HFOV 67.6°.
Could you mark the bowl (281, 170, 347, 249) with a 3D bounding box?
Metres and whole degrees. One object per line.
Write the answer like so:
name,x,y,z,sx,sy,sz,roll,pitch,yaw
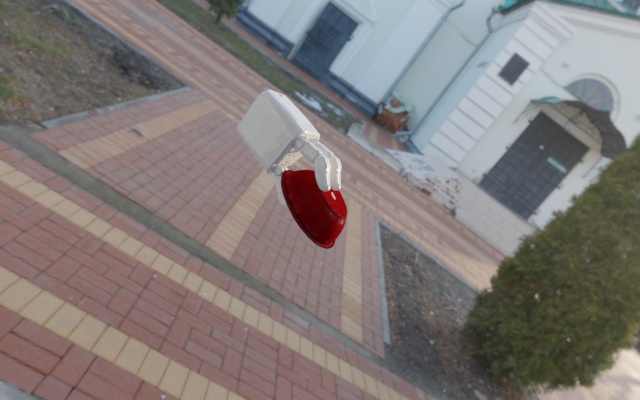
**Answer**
bowl,0.001,0.004,0.850,0.055,0.162,0.162,-30,-11,20
